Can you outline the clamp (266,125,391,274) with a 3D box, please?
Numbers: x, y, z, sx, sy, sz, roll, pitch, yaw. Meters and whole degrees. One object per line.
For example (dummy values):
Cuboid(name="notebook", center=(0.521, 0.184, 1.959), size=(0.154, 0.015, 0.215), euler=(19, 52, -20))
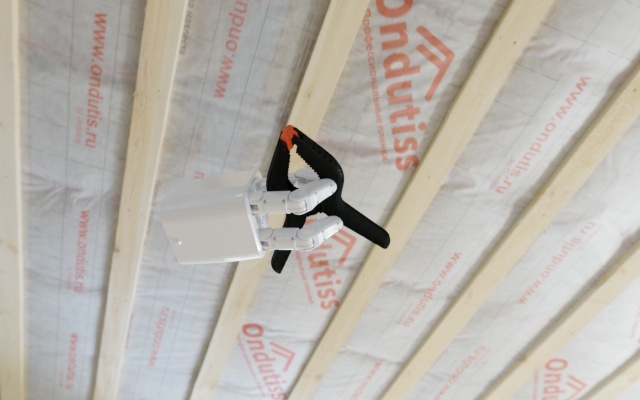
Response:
Cuboid(name="clamp", center=(0.000, 0.001, 0.595), size=(0.164, 0.210, 0.036), euler=(-9, 35, 2))
